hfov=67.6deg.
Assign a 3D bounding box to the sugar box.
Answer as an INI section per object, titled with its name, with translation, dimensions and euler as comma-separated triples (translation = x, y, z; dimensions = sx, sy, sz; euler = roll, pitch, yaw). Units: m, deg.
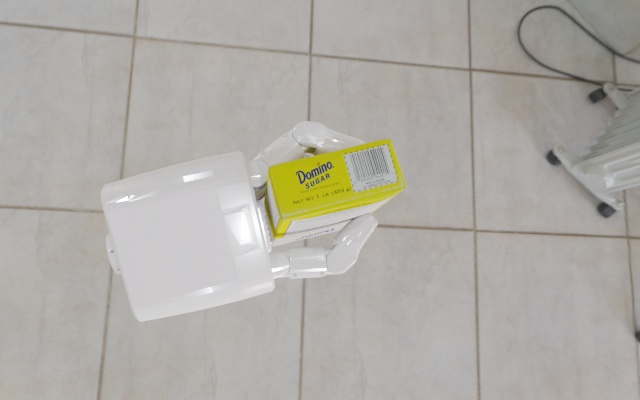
[sugar box]
translation = 0.000, 0.001, 0.411
dimensions = 0.093, 0.048, 0.176
euler = -13, -7, -11
